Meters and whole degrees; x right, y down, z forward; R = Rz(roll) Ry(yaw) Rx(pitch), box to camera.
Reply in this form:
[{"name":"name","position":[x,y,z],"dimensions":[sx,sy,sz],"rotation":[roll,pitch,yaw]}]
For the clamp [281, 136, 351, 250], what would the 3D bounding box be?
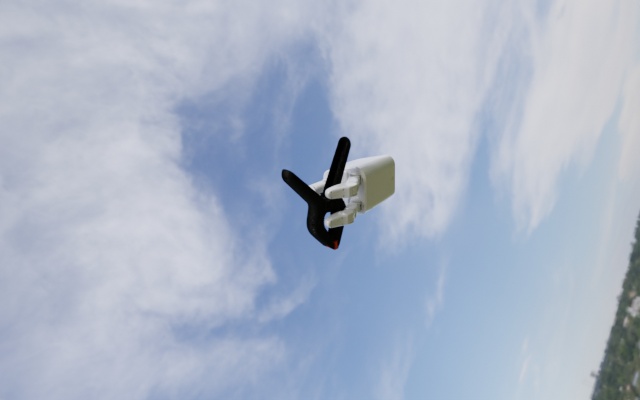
[{"name":"clamp","position":[0.000,0.003,0.871],"dimensions":[0.036,0.210,0.164],"rotation":[19,33,41]}]
